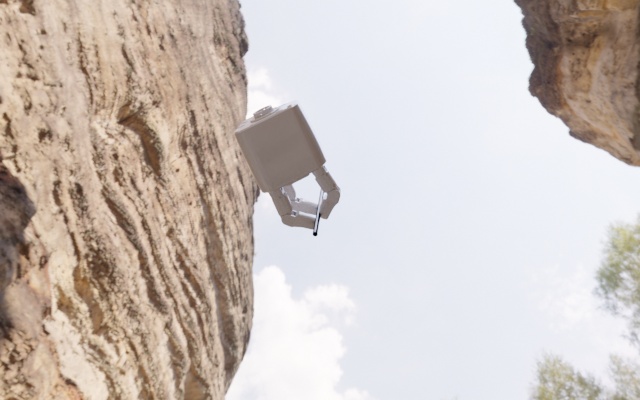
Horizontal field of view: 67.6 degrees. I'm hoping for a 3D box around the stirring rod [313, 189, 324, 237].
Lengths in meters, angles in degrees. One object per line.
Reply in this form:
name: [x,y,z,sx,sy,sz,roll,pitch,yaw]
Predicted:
stirring rod: [0.000,0.003,0.831,0.011,0.011,0.239,0,24,4]
